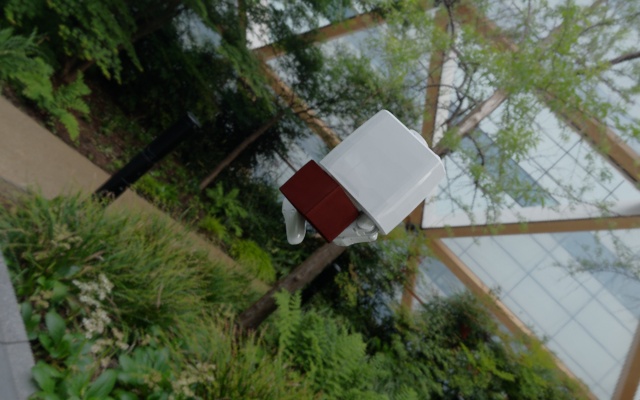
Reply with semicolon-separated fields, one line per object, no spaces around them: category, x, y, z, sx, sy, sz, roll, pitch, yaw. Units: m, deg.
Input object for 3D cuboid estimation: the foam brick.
foam brick;0.000;0.002;0.536;0.053;0.051;0.078;47;-2;35
